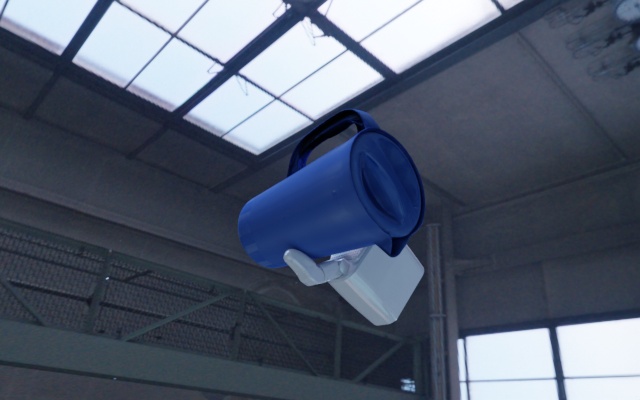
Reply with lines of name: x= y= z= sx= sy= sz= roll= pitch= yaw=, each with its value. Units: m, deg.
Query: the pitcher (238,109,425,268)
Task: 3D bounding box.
pitcher: x=0.000 y=0.002 z=0.621 sx=0.243 sy=0.149 sz=0.145 roll=-23 pitch=-60 yaw=42
